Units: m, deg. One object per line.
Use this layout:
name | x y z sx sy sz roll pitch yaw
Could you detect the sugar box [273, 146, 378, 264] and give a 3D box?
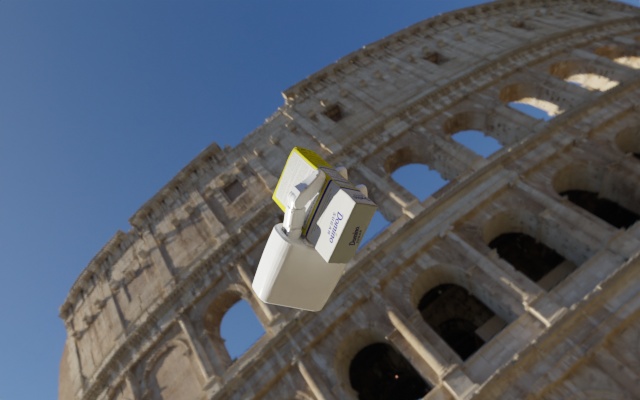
sugar box | 0.000 0.002 0.670 0.048 0.093 0.176 8 25 -39
